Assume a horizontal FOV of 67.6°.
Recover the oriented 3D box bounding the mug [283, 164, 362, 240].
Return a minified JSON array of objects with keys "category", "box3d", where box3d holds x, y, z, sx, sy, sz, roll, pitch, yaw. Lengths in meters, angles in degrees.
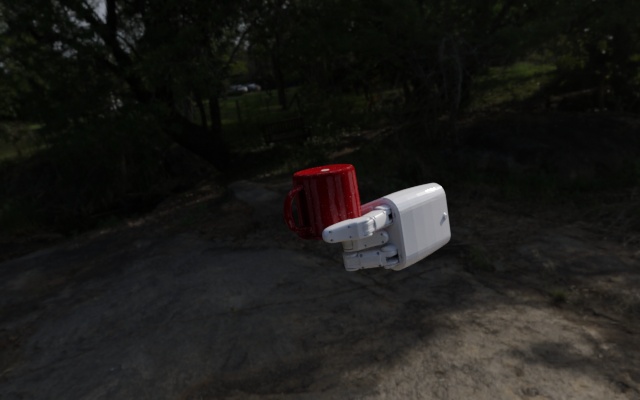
[{"category":"mug","box3d":[-0.001,0.002,0.610,0.117,0.081,0.093,-17,13,-38]}]
